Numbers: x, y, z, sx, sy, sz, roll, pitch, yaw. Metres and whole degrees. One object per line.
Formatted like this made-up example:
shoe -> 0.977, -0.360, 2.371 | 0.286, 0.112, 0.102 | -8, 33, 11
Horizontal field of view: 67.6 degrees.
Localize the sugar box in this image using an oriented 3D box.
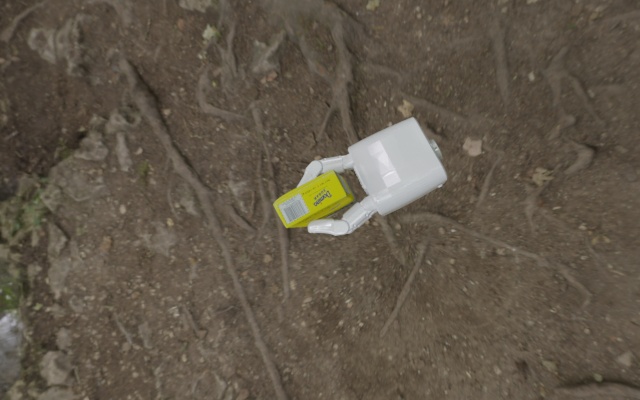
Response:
sugar box -> 0.000, 0.003, 0.698 | 0.093, 0.048, 0.176 | -28, -9, 8
